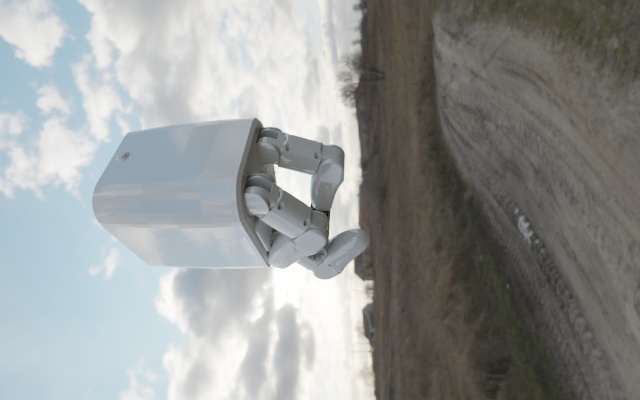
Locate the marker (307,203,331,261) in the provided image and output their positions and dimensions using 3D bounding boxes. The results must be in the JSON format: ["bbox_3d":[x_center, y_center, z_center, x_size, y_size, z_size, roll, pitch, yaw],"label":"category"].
[{"bbox_3d":[0.000,0.001,0.418,0.020,0.020,0.121,0,43,4],"label":"marker"}]
